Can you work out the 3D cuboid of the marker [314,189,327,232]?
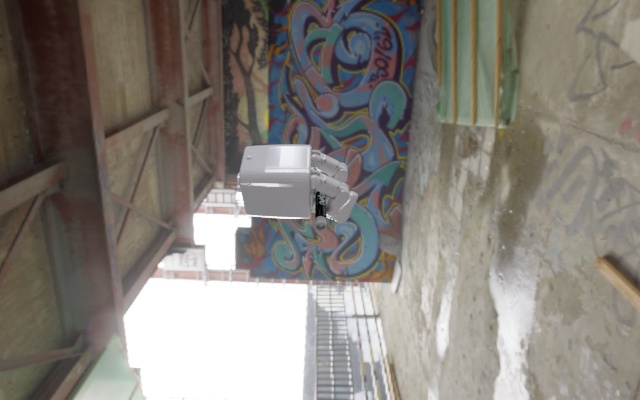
[{"bbox_3d":[0.000,0.002,0.759,0.020,0.020,0.121,0,38,0],"label":"marker"}]
